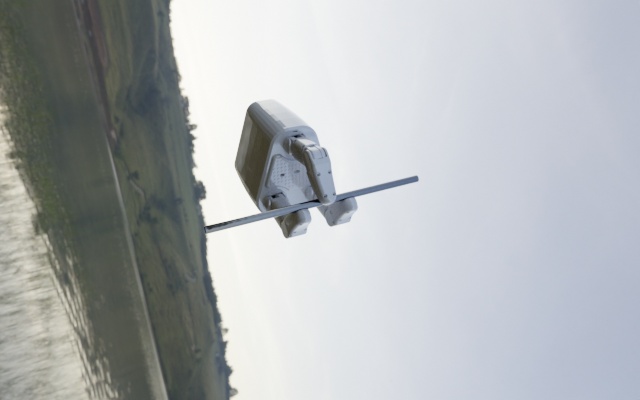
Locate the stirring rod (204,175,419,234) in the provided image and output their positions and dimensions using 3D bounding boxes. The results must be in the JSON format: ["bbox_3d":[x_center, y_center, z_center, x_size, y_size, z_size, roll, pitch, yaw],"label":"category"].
[{"bbox_3d":[0.000,0.002,0.493,0.239,0.011,0.011,-14,5,-22],"label":"stirring rod"}]
